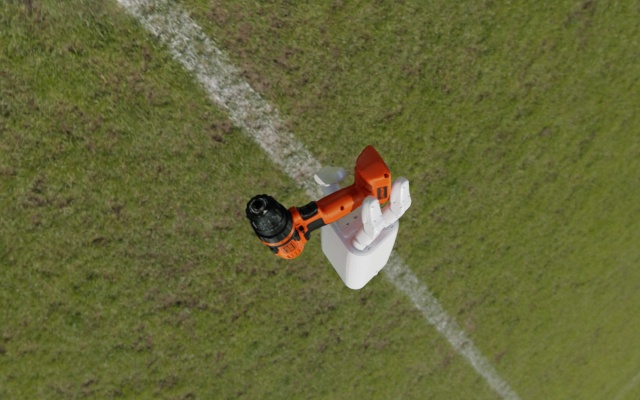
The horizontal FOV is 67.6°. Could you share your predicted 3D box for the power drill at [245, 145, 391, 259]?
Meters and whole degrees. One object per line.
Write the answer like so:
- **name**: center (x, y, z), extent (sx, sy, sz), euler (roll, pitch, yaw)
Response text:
- **power drill**: center (0.001, 0.002, 0.629), extent (0.187, 0.057, 0.184), euler (-28, -20, -3)
